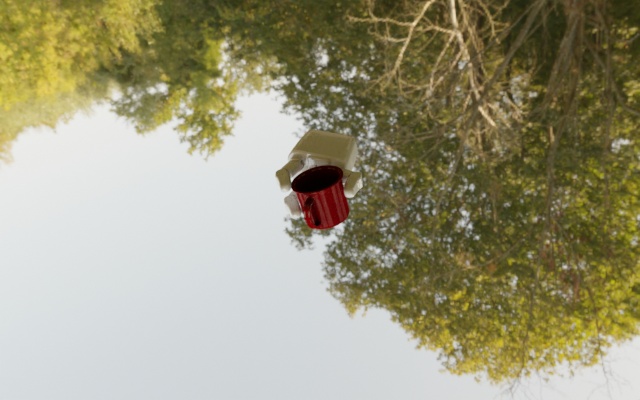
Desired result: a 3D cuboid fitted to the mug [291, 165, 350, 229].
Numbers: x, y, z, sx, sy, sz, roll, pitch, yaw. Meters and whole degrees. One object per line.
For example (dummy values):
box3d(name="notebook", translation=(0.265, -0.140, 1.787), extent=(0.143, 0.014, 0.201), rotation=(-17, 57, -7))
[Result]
box3d(name="mug", translation=(0.000, 0.004, 0.823), extent=(0.093, 0.081, 0.117), rotation=(-3, 33, 22))
